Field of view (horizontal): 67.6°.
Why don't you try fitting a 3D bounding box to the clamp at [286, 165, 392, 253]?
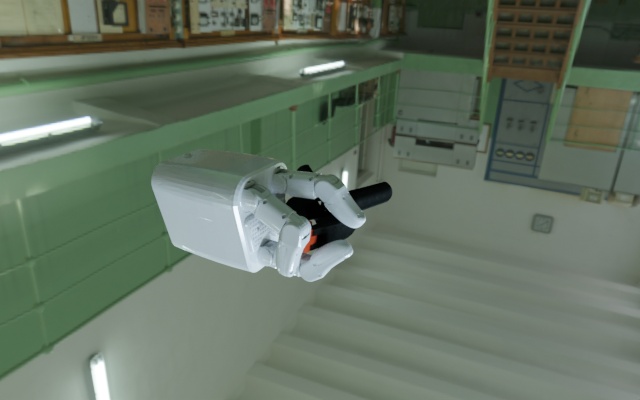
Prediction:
[{"bbox_3d":[0.000,0.002,0.530,0.120,0.039,0.171,12,23,23],"label":"clamp"}]
